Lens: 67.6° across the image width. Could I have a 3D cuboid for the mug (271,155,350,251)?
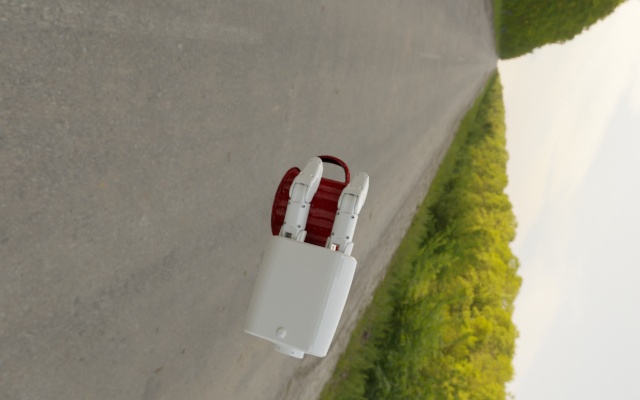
[{"bbox_3d":[0.001,0.001,0.577,0.081,0.117,0.093,14,-13,16],"label":"mug"}]
